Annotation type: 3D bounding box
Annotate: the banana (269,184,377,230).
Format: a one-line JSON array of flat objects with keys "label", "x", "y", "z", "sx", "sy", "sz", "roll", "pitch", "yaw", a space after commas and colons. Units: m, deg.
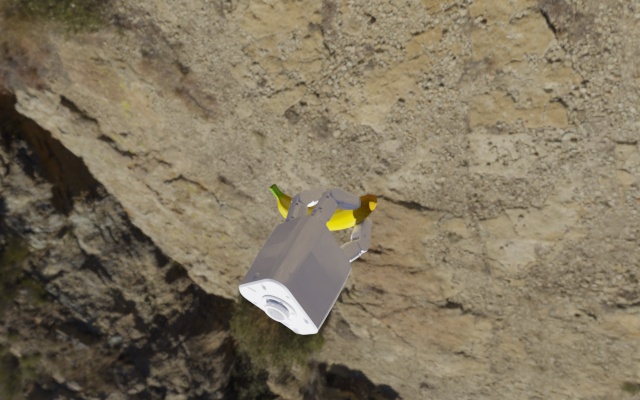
[{"label": "banana", "x": 0.003, "y": 0.016, "z": 0.737, "sx": 0.198, "sy": 0.070, "sz": 0.037, "roll": 6, "pitch": 43, "yaw": 34}]
